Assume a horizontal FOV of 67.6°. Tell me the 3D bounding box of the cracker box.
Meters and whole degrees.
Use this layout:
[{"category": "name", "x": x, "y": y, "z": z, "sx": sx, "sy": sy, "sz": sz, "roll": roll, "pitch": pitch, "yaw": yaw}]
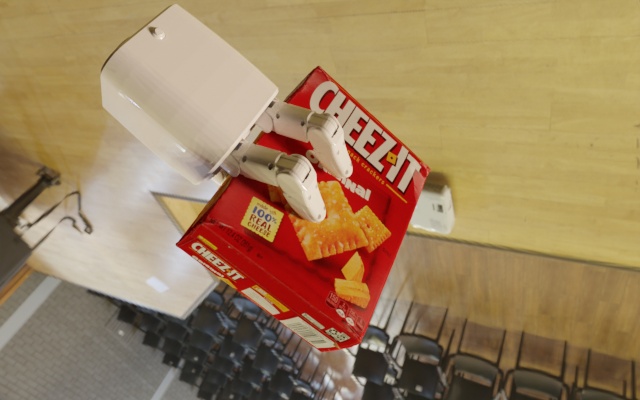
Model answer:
[{"category": "cracker box", "x": 0.000, "y": 0.002, "z": 0.442, "sx": 0.164, "sy": 0.213, "sz": 0.072, "roll": 40, "pitch": -36, "yaw": -14}]
